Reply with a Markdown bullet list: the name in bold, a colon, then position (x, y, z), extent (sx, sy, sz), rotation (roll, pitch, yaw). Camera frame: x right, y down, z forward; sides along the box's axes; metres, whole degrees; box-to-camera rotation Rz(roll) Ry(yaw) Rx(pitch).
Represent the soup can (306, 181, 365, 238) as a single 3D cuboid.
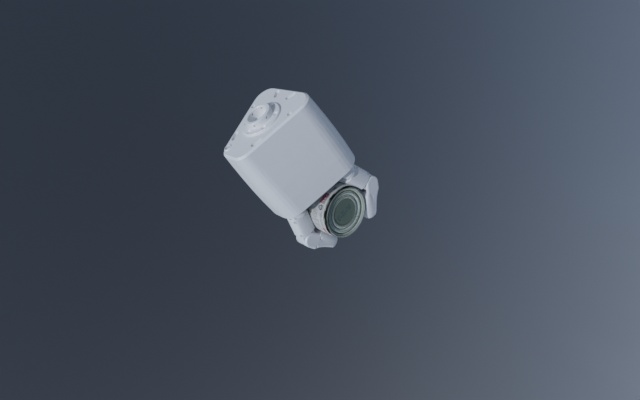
- **soup can**: position (0.000, 0.002, 0.622), extent (0.068, 0.068, 0.102), rotation (0, 15, -41)
